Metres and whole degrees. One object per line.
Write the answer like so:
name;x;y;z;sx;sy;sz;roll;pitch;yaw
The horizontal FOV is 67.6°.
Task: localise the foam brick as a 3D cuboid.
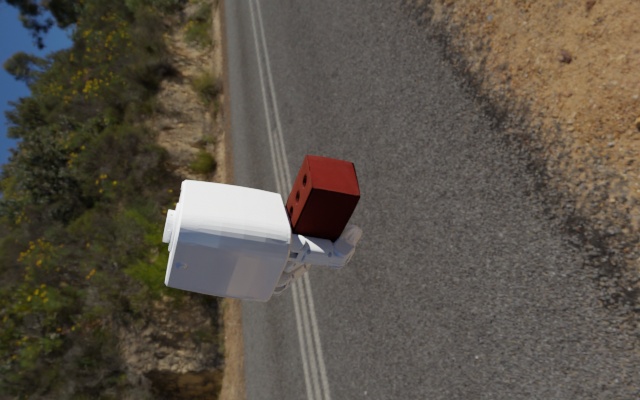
foam brick;0.000;0.001;0.483;0.051;0.078;0.053;11;40;-17
